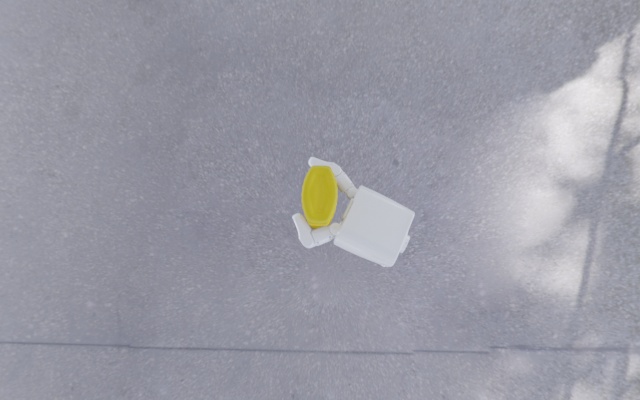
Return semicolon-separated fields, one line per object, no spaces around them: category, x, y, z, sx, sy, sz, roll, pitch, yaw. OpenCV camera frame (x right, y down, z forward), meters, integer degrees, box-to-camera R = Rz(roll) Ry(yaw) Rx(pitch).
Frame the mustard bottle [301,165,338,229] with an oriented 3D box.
mustard bottle;0.000;0.003;0.845;0.058;0.096;0.191;1;-8;1
